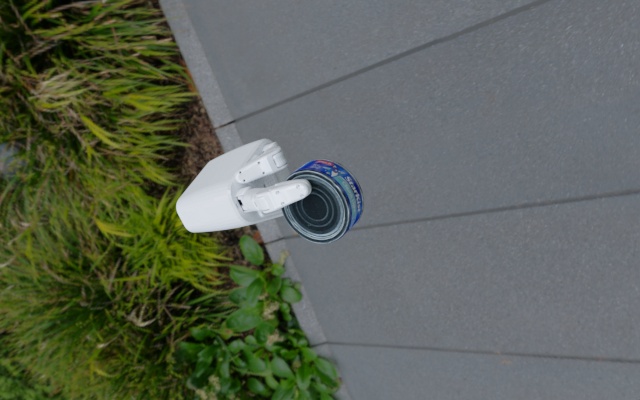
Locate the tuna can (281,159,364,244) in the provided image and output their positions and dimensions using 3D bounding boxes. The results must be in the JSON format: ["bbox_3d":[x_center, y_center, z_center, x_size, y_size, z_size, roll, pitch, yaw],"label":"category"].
[{"bbox_3d":[0.000,0.002,0.503,0.086,0.086,0.033,0,23,31],"label":"tuna can"}]
